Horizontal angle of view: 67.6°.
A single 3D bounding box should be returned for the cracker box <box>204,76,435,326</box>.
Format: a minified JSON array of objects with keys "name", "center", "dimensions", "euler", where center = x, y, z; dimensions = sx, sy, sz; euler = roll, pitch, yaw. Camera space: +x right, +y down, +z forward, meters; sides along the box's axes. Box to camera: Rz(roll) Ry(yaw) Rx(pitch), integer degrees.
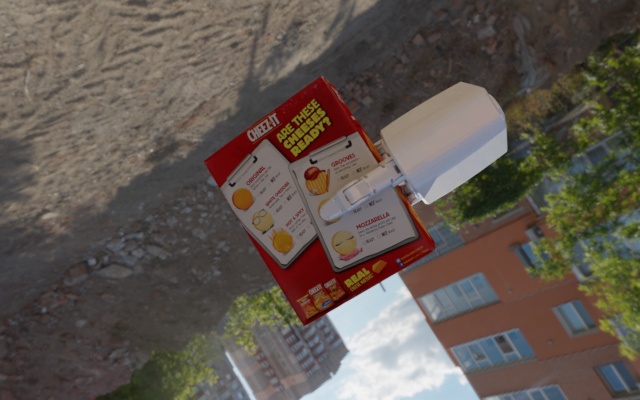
[{"name":"cracker box","center":[0.000,0.002,0.529],"dimensions":[0.164,0.213,0.072],"euler":[-33,-5,12]}]
